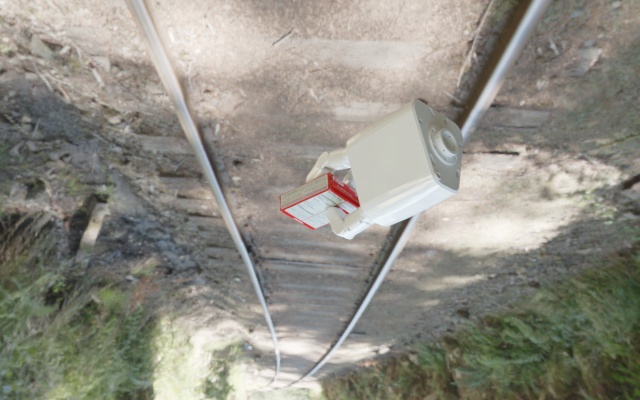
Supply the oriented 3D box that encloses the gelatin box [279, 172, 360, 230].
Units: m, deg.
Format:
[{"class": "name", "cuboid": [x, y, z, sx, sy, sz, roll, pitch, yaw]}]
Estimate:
[{"class": "gelatin box", "cuboid": [0.000, 0.003, 0.658, 0.089, 0.030, 0.073, -25, -37, 29]}]
